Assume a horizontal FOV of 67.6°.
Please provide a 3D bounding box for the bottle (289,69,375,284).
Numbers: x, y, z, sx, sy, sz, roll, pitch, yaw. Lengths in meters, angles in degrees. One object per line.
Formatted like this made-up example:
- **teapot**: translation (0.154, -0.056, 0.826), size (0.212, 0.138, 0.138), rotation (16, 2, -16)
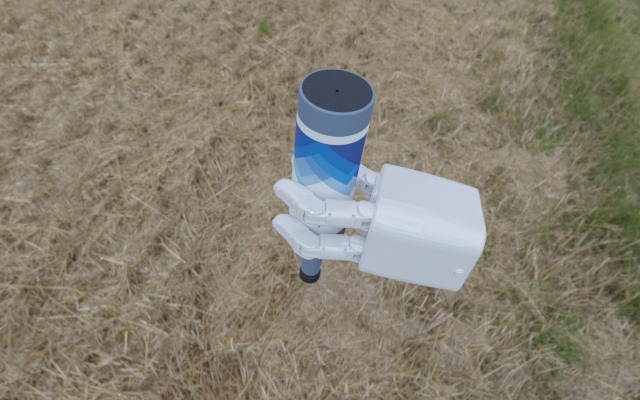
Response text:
- **bottle**: translation (0.000, 0.002, 0.521), size (0.069, 0.069, 0.296), rotation (0, -41, -8)
